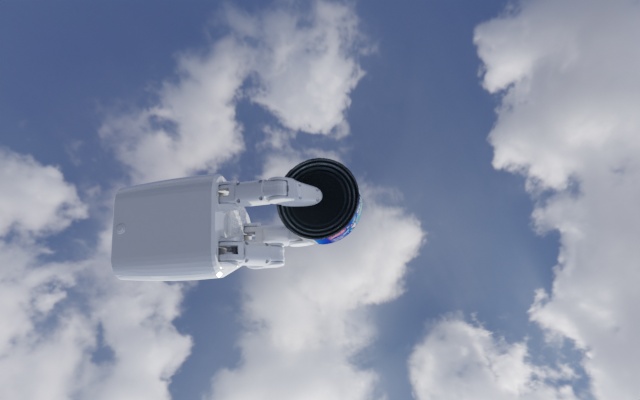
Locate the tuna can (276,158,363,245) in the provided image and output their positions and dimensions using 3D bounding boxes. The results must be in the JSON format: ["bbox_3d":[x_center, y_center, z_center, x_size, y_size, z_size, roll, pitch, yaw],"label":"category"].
[{"bbox_3d":[0.000,0.002,0.494,0.086,0.086,0.034,0,-16,14],"label":"tuna can"}]
